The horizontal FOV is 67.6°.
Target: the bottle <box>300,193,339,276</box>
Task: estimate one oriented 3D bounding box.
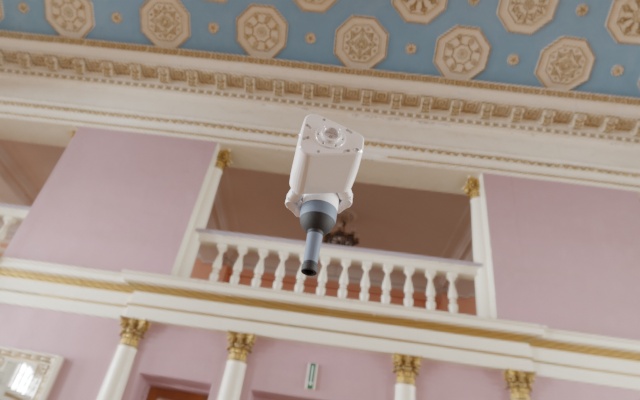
[{"bbox_3d":[0.000,0.003,0.890,0.069,0.295,0.069,6,-35,5],"label":"bottle"}]
